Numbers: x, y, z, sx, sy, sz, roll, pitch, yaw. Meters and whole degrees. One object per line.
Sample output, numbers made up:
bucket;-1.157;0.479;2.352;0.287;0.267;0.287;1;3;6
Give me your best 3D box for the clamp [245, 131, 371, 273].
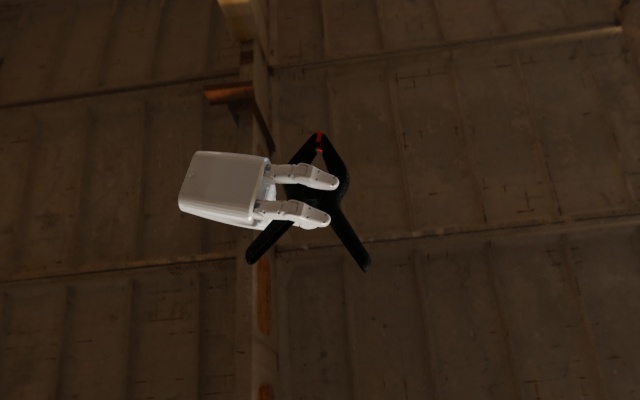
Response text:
clamp;0.000;0.002;0.658;0.164;0.210;0.036;10;-24;8
